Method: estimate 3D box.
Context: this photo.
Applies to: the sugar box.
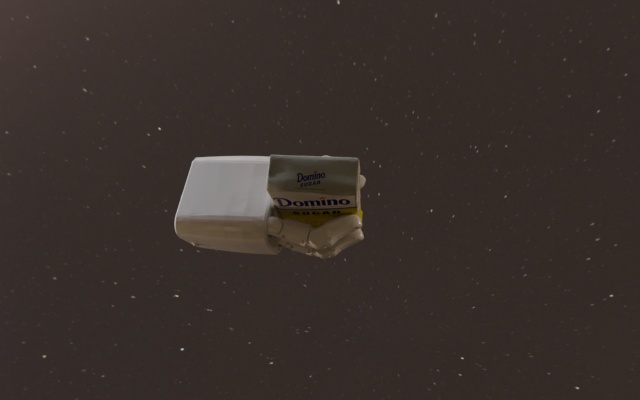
[{"bbox_3d":[0.000,0.002,0.551,0.093,0.048,0.176,3,-16,7],"label":"sugar box"}]
